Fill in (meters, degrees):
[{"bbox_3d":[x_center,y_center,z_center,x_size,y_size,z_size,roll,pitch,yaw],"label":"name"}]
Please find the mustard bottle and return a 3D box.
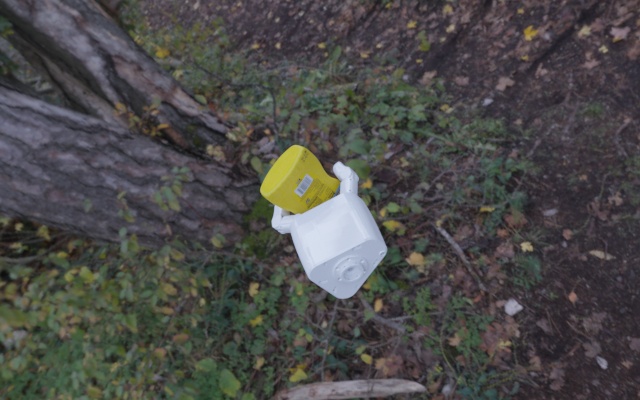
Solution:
[{"bbox_3d":[0.000,0.002,0.768,0.192,0.096,0.058,40,-8,-35],"label":"mustard bottle"}]
